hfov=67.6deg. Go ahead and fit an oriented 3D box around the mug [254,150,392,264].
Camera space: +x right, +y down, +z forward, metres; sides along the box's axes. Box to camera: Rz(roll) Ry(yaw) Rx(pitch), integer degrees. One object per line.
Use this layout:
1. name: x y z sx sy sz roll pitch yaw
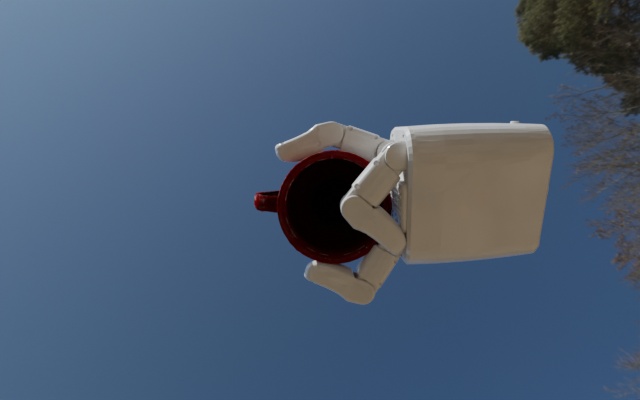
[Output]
1. mug: -0.001 0.001 0.425 0.117 0.093 0.081 -1 7 1
